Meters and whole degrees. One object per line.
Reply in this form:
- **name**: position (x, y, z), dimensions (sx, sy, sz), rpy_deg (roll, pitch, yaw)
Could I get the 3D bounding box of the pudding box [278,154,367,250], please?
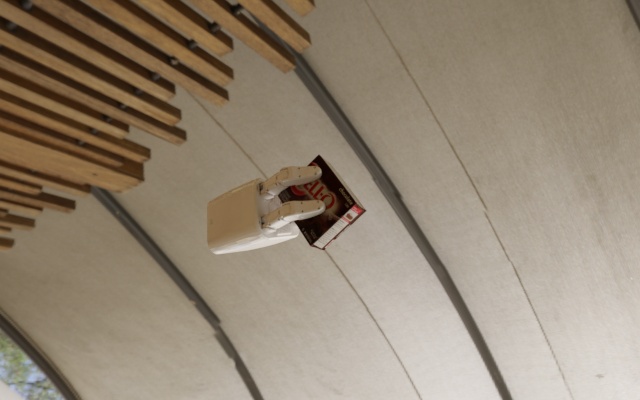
- **pudding box**: position (0.000, 0.002, 0.692), dimensions (0.039, 0.090, 0.113), rpy_deg (29, 20, -53)
